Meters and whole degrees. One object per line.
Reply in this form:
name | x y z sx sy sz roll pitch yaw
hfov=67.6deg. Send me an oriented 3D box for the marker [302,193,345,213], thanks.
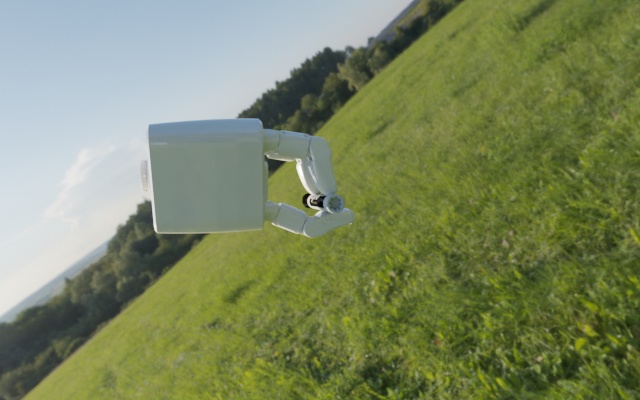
marker | 0.000 0.002 0.526 0.020 0.020 0.121 0 2 -15
